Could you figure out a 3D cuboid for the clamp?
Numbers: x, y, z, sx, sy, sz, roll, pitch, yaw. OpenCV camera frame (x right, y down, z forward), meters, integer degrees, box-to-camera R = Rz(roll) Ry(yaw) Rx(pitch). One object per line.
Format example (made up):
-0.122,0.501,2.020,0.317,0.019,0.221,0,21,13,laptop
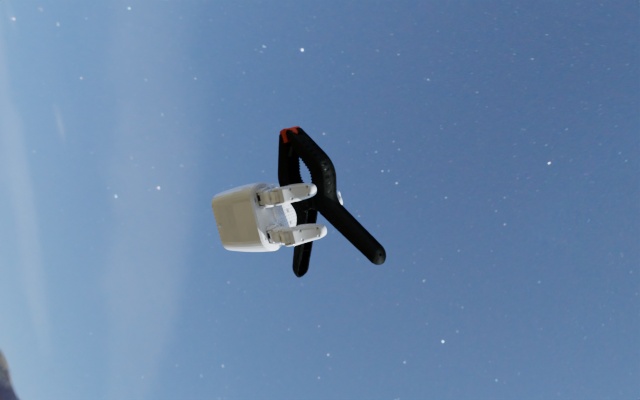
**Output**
0.000,0.001,0.631,0.164,0.210,0.036,-8,9,43,clamp
